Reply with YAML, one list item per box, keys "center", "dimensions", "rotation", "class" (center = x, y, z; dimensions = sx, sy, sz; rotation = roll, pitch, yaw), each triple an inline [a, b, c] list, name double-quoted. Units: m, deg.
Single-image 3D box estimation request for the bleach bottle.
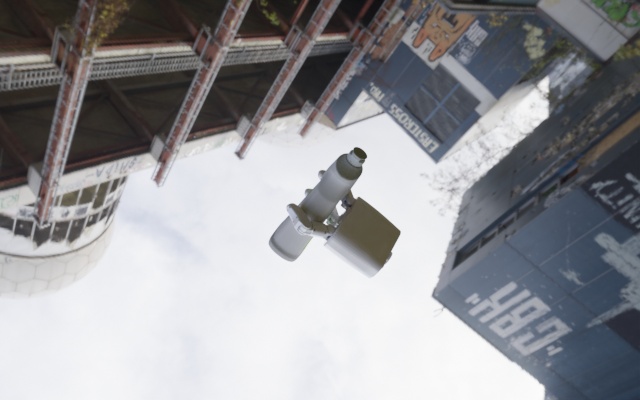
- center: [0.000, 0.003, 0.858]
  dimensions: [0.068, 0.251, 0.102]
  rotation: [37, 38, -2]
  class: "bleach bottle"
